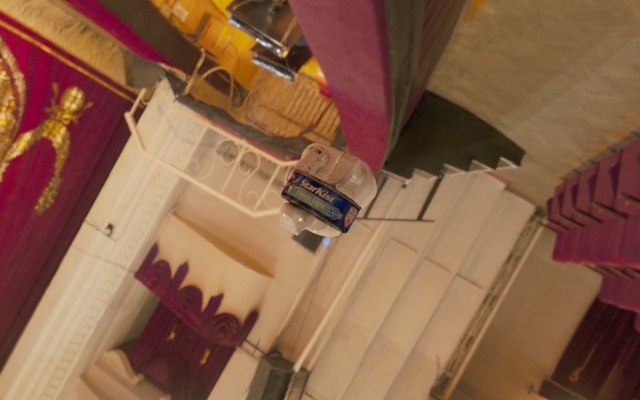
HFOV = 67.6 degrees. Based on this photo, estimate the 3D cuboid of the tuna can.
[{"bbox_3d":[0.000,0.002,0.521,0.086,0.034,0.086,30,-4,3],"label":"tuna can"}]
